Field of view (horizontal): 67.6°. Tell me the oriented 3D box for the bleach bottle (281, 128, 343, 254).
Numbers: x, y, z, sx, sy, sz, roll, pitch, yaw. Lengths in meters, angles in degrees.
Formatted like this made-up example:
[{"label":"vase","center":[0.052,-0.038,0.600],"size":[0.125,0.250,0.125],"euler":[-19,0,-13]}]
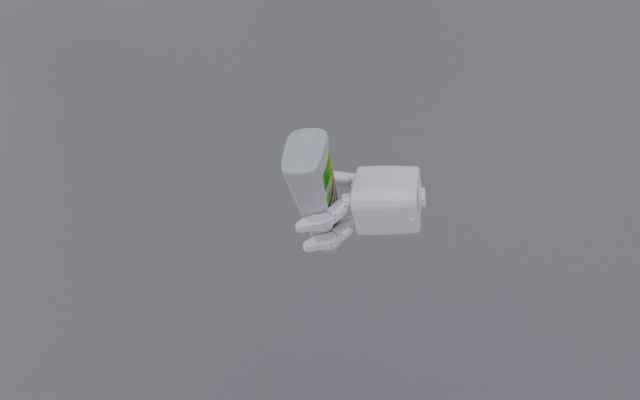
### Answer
[{"label":"bleach bottle","center":[0.000,0.003,0.816],"size":[0.068,0.102,0.251],"euler":[-1,-40,15]}]
